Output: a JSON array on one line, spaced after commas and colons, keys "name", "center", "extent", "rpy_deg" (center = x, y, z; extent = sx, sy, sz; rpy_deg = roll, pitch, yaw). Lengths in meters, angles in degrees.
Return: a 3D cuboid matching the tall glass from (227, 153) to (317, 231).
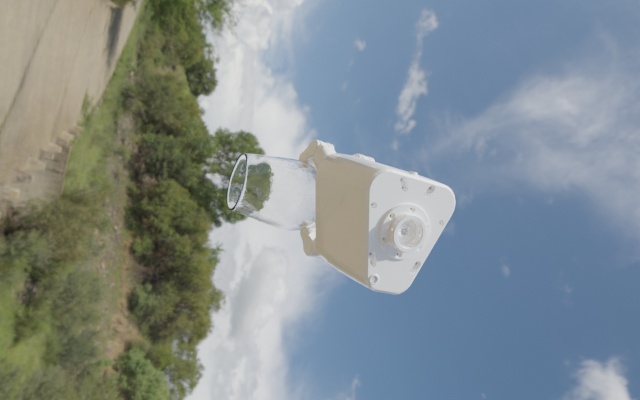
[{"name": "tall glass", "center": [0.001, 0.002, 0.539], "extent": [0.201, 0.079, 0.079], "rpy_deg": [14, -6, -24]}]
